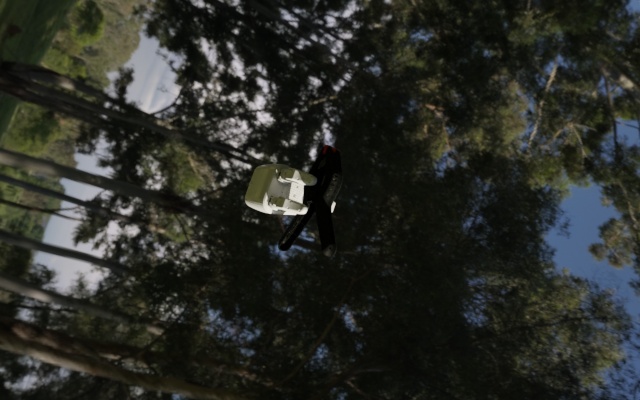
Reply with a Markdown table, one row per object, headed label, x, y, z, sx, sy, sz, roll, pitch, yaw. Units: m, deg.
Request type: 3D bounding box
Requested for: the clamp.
| label | x | y | z | sx | sy | sz | roll | pitch | yaw |
| --- | --- | --- | --- | --- | --- | --- | --- | --- | --- |
| clamp | 0.001 | 0.003 | 0.848 | 0.036 | 0.210 | 0.164 | 23 | -7 | -33 |
